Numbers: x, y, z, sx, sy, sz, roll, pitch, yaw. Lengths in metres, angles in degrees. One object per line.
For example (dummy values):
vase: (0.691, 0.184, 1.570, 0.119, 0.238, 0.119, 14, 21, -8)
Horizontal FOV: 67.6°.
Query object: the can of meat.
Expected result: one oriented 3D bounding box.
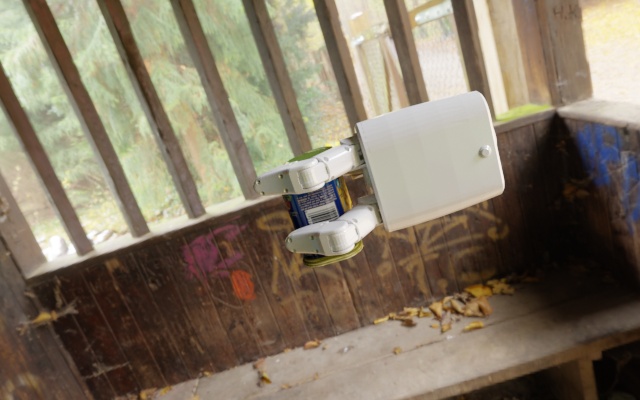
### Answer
can of meat: (0.000, 0.001, 0.453, 0.057, 0.084, 0.102, -16, 17, 7)
